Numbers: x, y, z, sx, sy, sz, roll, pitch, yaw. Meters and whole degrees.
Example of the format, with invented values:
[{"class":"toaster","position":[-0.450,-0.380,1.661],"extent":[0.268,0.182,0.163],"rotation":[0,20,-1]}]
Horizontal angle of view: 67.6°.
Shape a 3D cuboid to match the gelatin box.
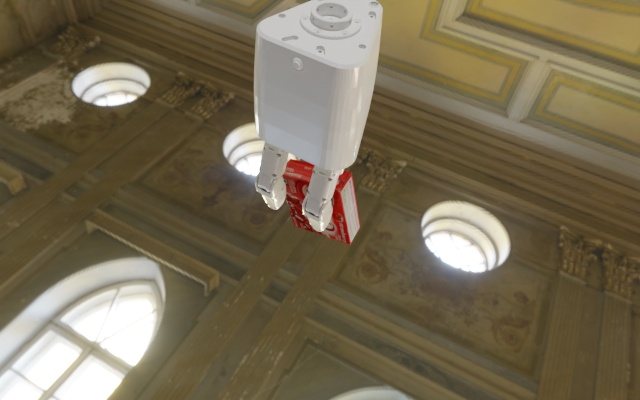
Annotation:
[{"class":"gelatin box","position":[0.000,0.002,0.510],"extent":[0.073,0.030,0.089],"rotation":[16,-36,25]}]
